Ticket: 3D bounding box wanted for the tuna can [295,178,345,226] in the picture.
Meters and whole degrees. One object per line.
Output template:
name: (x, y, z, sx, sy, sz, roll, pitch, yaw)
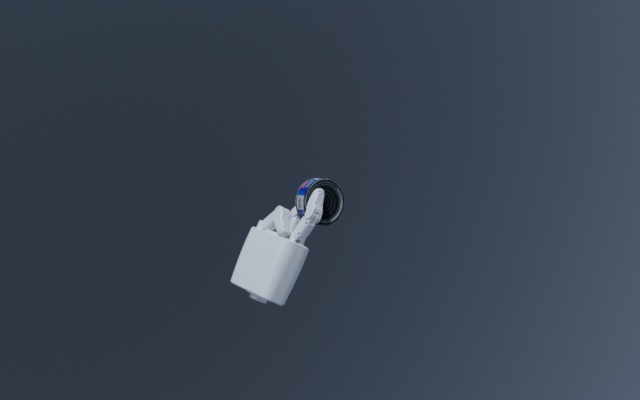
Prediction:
tuna can: (0.000, 0.003, 0.848, 0.086, 0.086, 0.034, 0, 1, -32)
